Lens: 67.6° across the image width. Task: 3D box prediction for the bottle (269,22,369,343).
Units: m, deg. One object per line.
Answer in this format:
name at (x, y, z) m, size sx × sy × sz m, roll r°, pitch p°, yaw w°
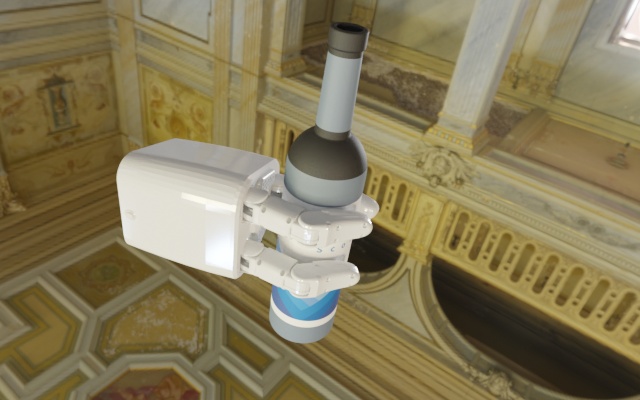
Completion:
bottle at (0.000, 0.002, 0.410) m, size 0.069 × 0.296 × 0.069 m, roll 6°, pitch 35°, yaw -4°
